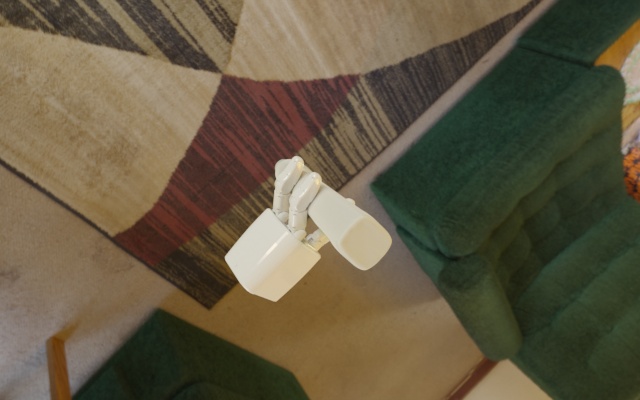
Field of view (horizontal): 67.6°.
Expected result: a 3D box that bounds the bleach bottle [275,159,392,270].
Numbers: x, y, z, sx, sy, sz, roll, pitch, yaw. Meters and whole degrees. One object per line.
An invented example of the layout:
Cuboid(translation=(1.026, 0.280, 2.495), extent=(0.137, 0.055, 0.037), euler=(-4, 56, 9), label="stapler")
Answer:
Cuboid(translation=(0.000, 0.002, 0.749), extent=(0.103, 0.068, 0.250), euler=(43, 0, -43), label="bleach bottle")
